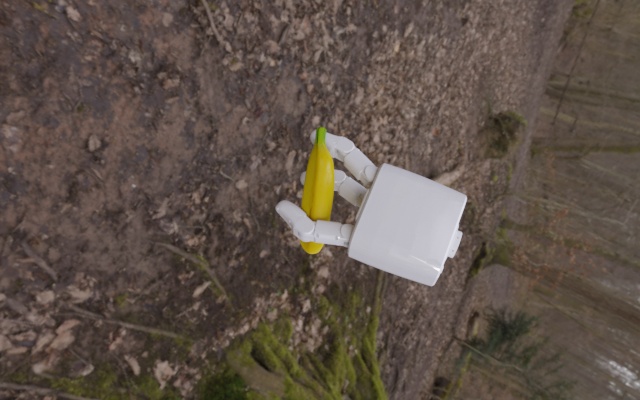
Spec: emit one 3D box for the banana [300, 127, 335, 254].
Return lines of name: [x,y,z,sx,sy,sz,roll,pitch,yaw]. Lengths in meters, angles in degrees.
banana: [-0.004,0.010,0.601,0.037,0.198,0.069,12,38,6]
